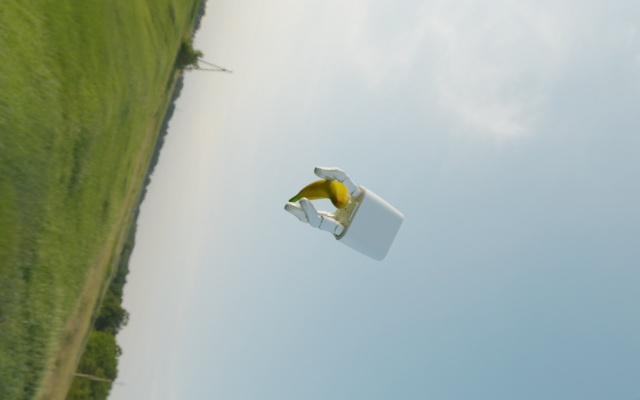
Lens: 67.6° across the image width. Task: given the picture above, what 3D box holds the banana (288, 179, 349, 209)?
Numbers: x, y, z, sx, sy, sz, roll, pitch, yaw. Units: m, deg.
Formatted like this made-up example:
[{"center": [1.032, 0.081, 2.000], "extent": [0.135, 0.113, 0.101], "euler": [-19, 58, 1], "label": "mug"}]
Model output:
[{"center": [0.010, -0.011, 0.897], "extent": [0.037, 0.069, 0.198], "euler": [46, -20, -21], "label": "banana"}]
